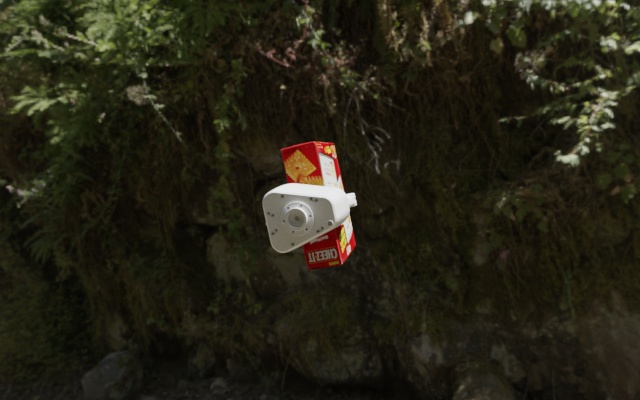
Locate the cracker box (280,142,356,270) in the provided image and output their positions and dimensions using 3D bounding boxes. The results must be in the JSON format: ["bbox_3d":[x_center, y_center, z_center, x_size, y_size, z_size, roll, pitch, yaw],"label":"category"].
[{"bbox_3d":[0.000,0.003,0.880,0.072,0.214,0.164,-11,4,14],"label":"cracker box"}]
